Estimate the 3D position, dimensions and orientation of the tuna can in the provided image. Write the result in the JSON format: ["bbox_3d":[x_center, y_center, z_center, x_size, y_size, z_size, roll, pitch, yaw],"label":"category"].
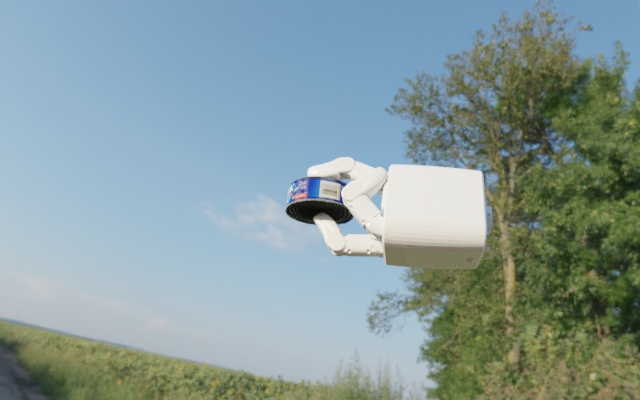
[{"bbox_3d":[0.000,0.001,0.602,0.086,0.033,0.086,4,-23,2],"label":"tuna can"}]
